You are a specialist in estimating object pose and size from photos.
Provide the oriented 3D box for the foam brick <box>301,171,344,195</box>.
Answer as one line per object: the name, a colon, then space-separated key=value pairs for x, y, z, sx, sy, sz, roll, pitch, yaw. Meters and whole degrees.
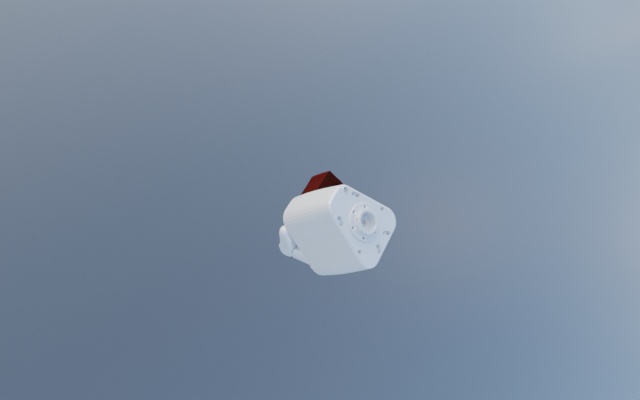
foam brick: x=0.000 y=0.002 z=0.729 sx=0.053 sy=0.078 sz=0.051 roll=43 pitch=-31 yaw=-20
